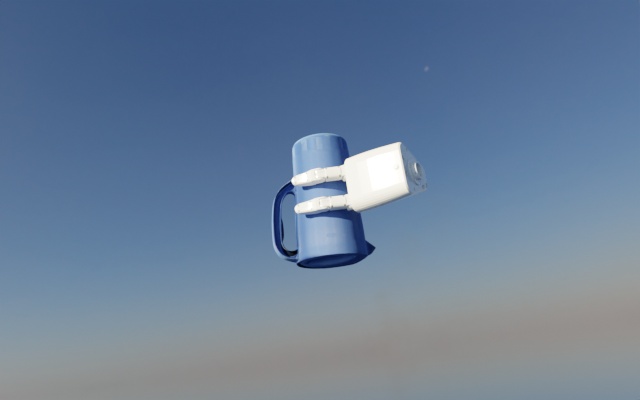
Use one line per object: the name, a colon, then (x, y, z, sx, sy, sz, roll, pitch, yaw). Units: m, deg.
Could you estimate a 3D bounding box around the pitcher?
pitcher: (0.000, 0.003, 0.895, 0.145, 0.242, 0.149, -18, -21, 31)
